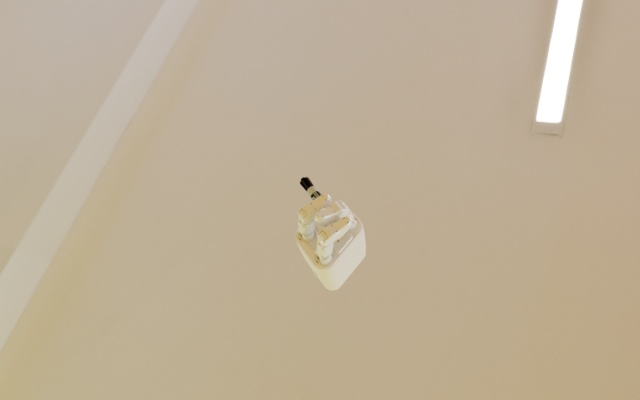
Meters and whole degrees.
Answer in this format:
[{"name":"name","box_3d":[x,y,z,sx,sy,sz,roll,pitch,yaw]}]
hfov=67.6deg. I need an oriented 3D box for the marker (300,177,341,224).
[{"name":"marker","box_3d":[0.000,0.003,0.804,0.020,0.020,0.121,0,42,-45]}]
